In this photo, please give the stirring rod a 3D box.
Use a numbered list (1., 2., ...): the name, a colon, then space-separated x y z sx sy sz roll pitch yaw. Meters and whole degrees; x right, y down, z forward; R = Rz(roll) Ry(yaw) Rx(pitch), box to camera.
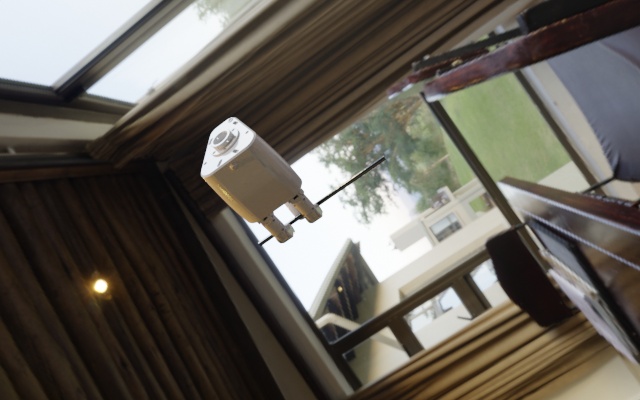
1. stirring rod: 0.000 0.002 0.745 0.239 0.011 0.011 -35 -7 10
